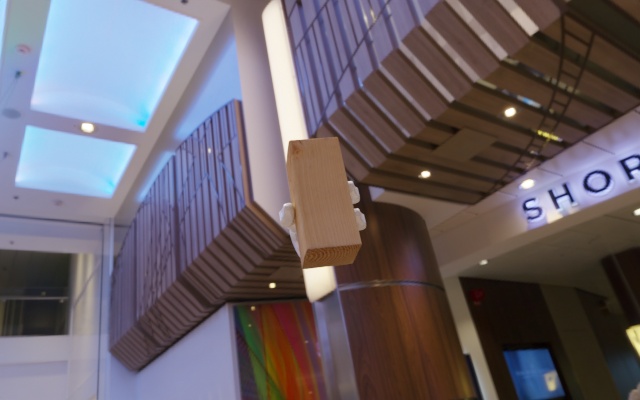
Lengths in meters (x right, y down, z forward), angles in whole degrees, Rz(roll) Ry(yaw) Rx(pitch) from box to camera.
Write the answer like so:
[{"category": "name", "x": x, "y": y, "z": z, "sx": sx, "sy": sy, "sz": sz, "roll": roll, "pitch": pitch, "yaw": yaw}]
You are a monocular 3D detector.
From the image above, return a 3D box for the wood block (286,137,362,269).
[{"category": "wood block", "x": 0.000, "y": 0.003, "z": 0.823, "sx": 0.091, "sy": 0.206, "sz": 0.090, "roll": -6, "pitch": -27, "yaw": -11}]
